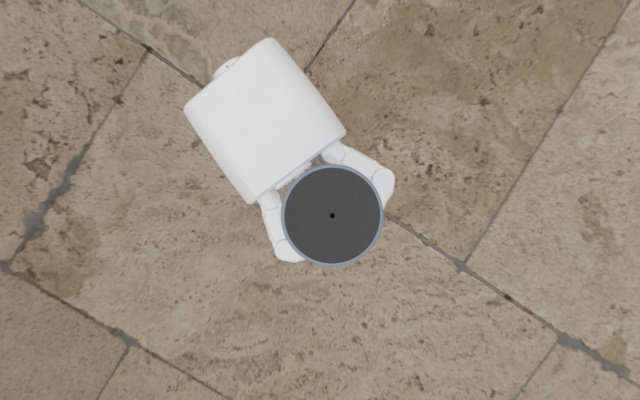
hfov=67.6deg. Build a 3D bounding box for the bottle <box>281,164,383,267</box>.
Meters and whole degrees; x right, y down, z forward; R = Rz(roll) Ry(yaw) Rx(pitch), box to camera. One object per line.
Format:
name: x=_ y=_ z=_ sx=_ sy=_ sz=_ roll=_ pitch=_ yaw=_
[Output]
bottle: x=0.000 y=0.002 z=0.452 sx=0.069 sy=0.069 sz=0.295 roll=0 pitch=3 yaw=-3
